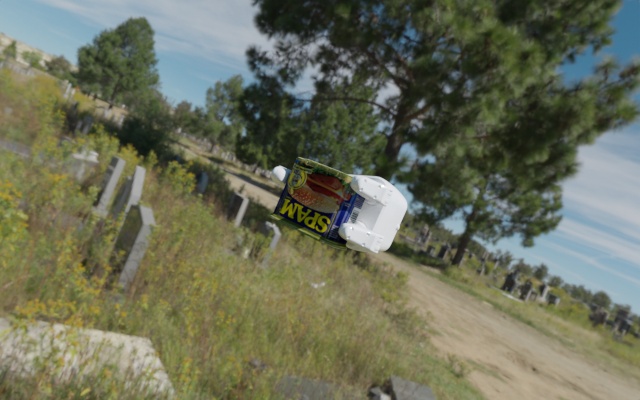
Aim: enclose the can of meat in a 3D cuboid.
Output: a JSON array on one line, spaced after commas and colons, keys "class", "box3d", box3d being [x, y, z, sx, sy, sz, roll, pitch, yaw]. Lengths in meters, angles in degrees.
[{"class": "can of meat", "box3d": [0.000, 0.002, 0.582, 0.102, 0.084, 0.057, 24, 1, 28]}]
